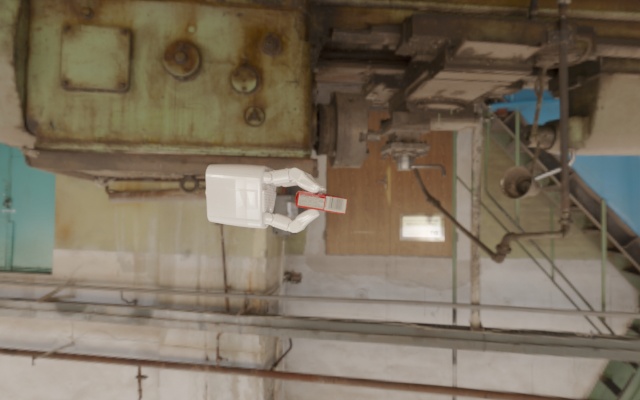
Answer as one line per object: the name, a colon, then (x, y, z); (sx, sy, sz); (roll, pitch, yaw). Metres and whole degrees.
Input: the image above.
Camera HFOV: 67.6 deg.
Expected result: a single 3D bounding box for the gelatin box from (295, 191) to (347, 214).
gelatin box: (0.000, 0.003, 0.847); (0.089, 0.030, 0.073); (9, -1, -2)
